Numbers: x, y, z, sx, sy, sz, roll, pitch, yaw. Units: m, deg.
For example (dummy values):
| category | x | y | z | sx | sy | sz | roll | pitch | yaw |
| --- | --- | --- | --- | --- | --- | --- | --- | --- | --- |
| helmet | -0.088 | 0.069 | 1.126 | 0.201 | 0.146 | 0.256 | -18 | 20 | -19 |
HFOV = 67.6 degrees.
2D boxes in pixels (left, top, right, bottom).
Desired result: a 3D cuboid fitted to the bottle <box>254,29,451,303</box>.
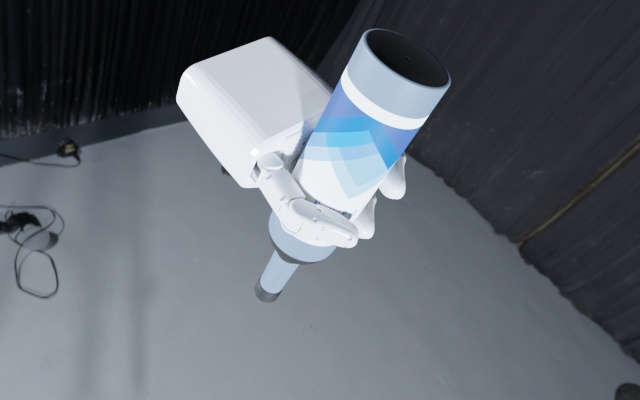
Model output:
| category | x | y | z | sx | sy | sz | roll | pitch | yaw |
| --- | --- | --- | --- | --- | --- | --- | --- | --- | --- |
| bottle | 0.000 | 0.001 | 0.411 | 0.069 | 0.069 | 0.296 | 0 | -41 | -31 |
